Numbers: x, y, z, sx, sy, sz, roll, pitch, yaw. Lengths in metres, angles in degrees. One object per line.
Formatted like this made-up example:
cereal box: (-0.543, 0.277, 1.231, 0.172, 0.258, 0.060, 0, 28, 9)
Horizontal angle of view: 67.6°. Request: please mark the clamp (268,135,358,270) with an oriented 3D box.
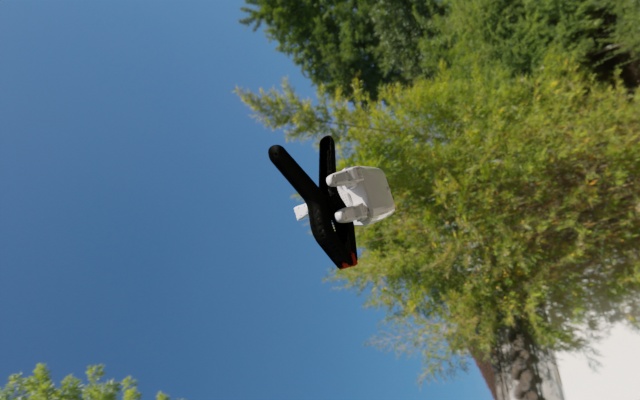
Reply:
clamp: (0.000, 0.003, 0.703, 0.036, 0.210, 0.164, -20, -5, 32)
